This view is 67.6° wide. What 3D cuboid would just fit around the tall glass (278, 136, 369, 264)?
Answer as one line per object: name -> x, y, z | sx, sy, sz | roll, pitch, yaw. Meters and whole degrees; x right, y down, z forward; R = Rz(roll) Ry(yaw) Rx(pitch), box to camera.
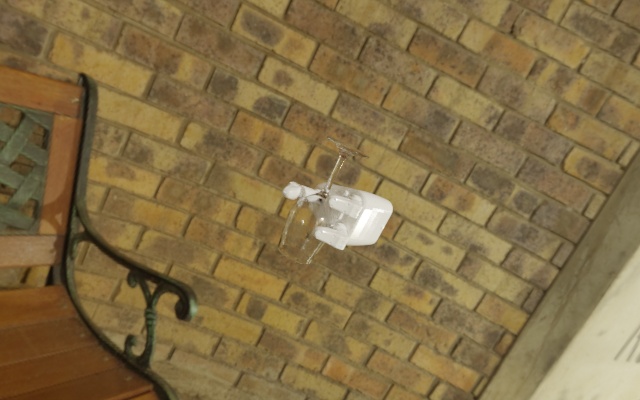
tall glass -> 0.000, 0.002, 0.772 | 0.079, 0.201, 0.079 | 26, 11, -6
